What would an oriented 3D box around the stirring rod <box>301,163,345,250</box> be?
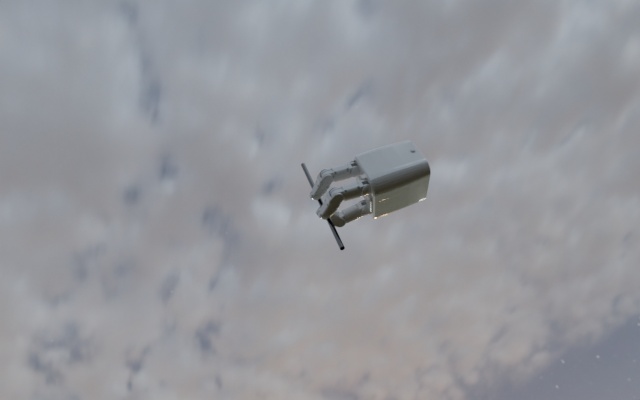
[{"bbox_3d":[0.000,0.003,0.834,0.011,0.011,0.239,0,37,-21],"label":"stirring rod"}]
